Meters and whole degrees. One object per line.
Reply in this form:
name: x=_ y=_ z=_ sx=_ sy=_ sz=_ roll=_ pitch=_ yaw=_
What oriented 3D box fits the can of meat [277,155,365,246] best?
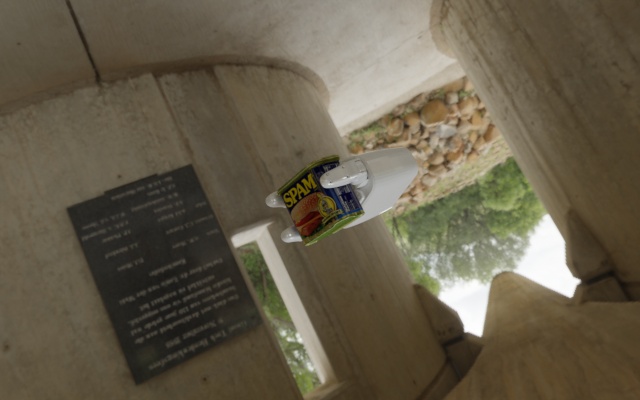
can of meat: x=0.000 y=0.002 z=0.626 sx=0.057 sy=0.084 sz=0.102 roll=-17 pitch=-14 yaw=-44
